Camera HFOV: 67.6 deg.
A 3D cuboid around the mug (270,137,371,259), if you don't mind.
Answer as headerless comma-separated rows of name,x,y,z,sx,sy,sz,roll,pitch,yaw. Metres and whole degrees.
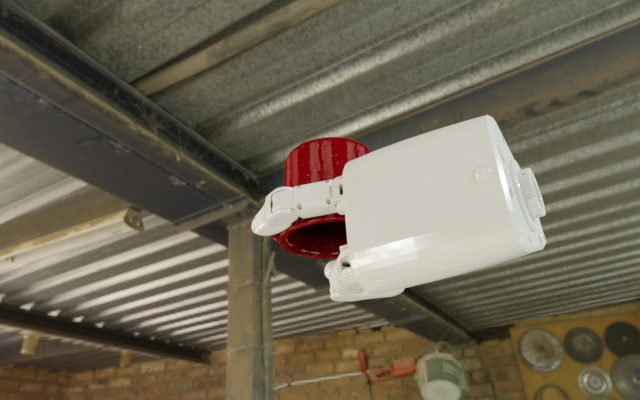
mug,-0.001,0.002,0.428,0.117,0.081,0.093,-18,-30,29
